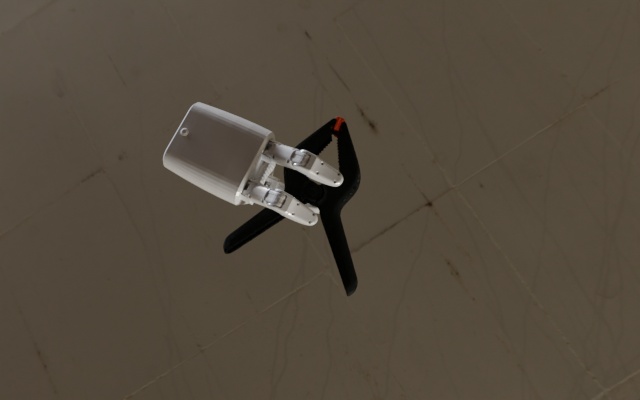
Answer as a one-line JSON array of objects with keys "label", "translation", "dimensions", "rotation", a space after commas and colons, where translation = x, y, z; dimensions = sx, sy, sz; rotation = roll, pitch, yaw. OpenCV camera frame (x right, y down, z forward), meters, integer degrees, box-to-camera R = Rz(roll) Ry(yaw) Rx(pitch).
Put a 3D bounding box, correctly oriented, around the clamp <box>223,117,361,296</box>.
[{"label": "clamp", "translation": [0.000, 0.001, 0.578], "dimensions": [0.164, 0.210, 0.036], "rotation": [25, -11, 6]}]
